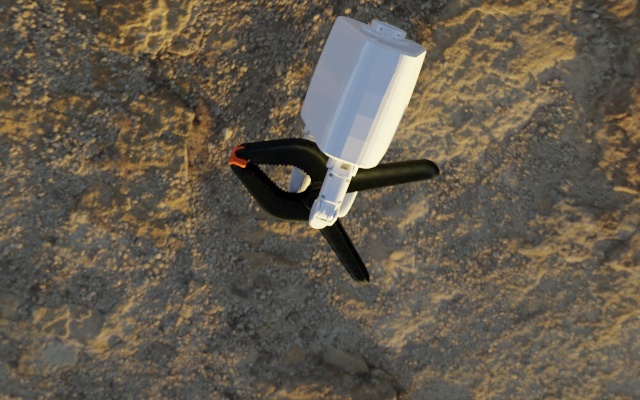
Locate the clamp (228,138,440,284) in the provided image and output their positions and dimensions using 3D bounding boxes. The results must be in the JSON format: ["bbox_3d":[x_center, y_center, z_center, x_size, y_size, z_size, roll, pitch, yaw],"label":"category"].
[{"bbox_3d":[0.000,0.002,0.512,0.210,0.165,0.036,18,25,-7],"label":"clamp"}]
